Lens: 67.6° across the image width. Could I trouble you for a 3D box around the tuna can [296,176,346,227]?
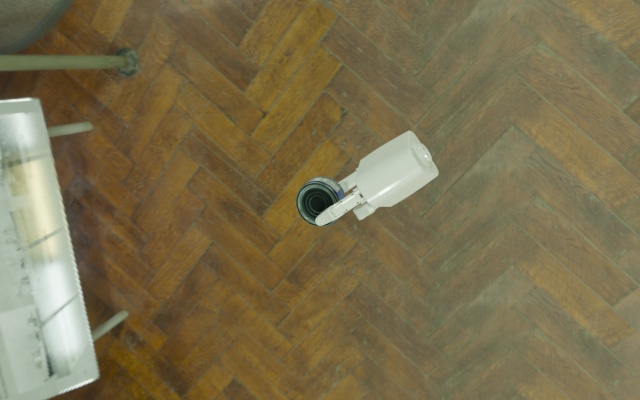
[{"bbox_3d":[0.000,0.003,0.844,0.086,0.086,0.033,0,18,22],"label":"tuna can"}]
